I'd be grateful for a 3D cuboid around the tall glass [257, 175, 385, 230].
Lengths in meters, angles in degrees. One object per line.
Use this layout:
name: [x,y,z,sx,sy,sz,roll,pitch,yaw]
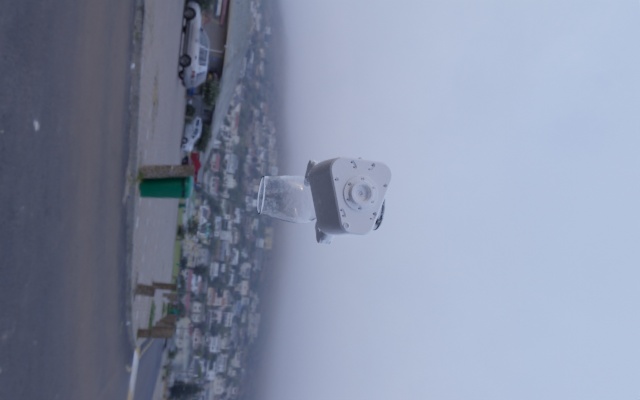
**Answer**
tall glass: [0.001,0.003,0.784,0.201,0.079,0.079,7,-2,-15]
